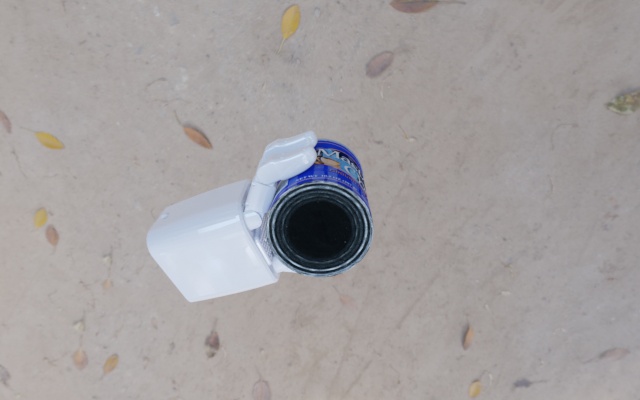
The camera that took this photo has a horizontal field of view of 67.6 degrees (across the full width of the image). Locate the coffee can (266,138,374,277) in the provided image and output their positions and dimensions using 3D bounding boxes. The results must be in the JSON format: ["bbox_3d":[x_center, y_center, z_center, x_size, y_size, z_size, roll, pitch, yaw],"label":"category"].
[{"bbox_3d":[0.000,0.002,0.514,0.103,0.103,0.140,0,23,1],"label":"coffee can"}]
